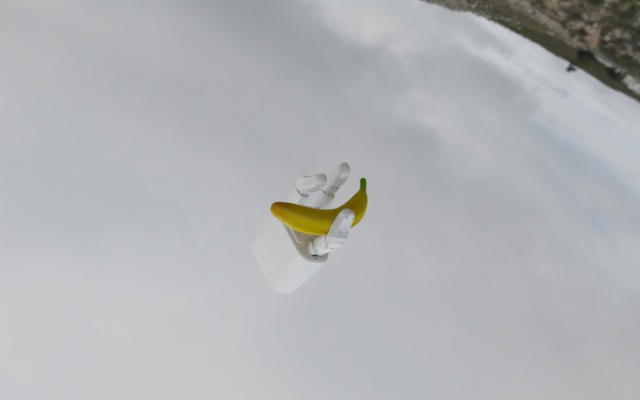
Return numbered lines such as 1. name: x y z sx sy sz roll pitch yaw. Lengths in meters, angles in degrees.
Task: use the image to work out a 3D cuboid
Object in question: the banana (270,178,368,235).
1. banana: 0.011 0.018 0.707 0.198 0.069 0.037 -16 -15 -45
